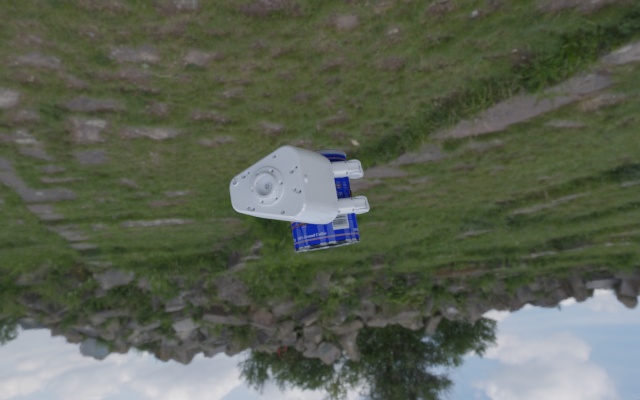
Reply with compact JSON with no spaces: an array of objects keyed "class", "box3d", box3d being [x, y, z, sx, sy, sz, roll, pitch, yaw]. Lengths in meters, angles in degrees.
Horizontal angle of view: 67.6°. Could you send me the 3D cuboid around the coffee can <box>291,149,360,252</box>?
[{"class":"coffee can","box3d":[0.000,0.002,0.741,0.103,0.140,0.103,-9,-8,-1]}]
